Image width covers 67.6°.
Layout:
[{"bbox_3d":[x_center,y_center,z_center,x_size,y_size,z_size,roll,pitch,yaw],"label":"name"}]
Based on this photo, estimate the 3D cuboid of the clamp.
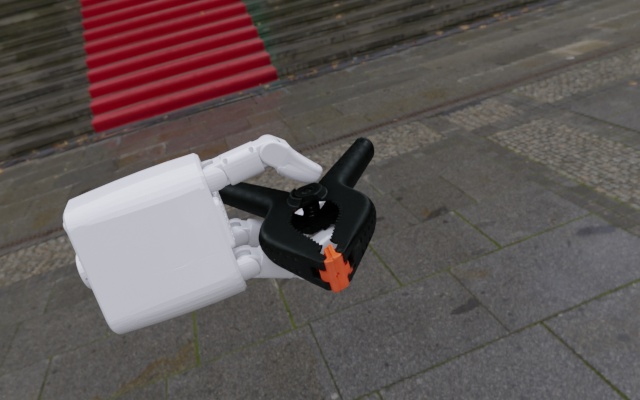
[{"bbox_3d":[0.000,0.001,0.408,0.164,0.036,0.210,-21,28,-9],"label":"clamp"}]
